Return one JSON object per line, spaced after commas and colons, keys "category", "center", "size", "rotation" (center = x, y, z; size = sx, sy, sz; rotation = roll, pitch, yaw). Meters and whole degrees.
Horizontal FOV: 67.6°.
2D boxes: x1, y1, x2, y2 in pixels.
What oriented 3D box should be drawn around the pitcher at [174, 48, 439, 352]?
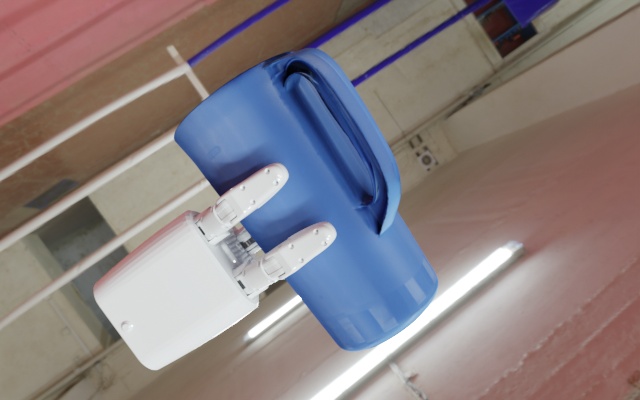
{"category": "pitcher", "center": [0.000, 0.001, 0.411], "size": [0.145, 0.243, 0.149], "rotation": [-35, 2, 4]}
